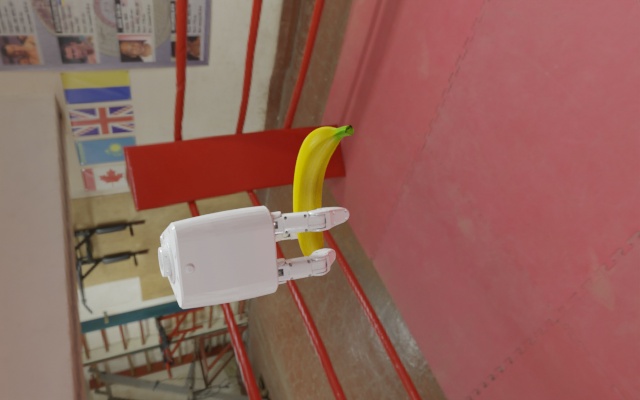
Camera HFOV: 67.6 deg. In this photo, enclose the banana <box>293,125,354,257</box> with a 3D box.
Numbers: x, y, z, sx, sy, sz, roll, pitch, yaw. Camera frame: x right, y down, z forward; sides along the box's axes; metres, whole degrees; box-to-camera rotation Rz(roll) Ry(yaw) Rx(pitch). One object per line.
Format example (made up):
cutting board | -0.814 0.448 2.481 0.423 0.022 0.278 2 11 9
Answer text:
banana | -0.008 -0.010 0.591 0.037 0.198 0.069 -7 33 -29
